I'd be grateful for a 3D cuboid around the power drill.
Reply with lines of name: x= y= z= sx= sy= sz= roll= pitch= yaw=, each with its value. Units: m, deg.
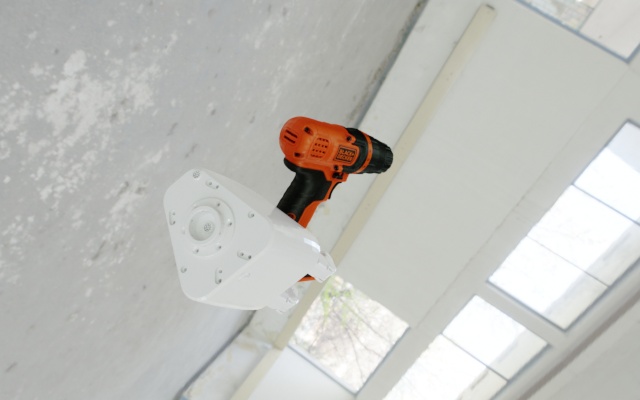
power drill: x=0.000 y=0.002 z=0.556 sx=0.057 sy=0.188 sz=0.184 roll=32 pitch=16 yaw=37
